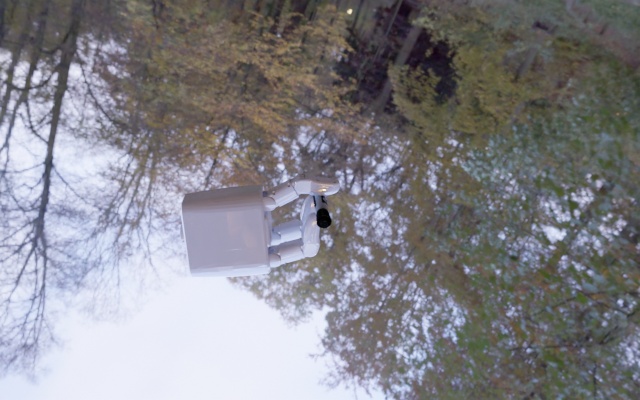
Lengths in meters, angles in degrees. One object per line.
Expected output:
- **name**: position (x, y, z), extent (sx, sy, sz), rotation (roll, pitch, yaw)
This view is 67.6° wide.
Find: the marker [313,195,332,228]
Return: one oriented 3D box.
- **marker**: position (0.000, 0.002, 0.625), extent (0.020, 0.020, 0.121), rotation (0, 26, -4)
